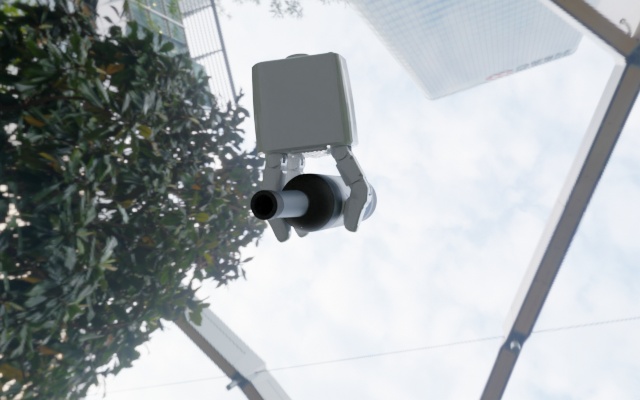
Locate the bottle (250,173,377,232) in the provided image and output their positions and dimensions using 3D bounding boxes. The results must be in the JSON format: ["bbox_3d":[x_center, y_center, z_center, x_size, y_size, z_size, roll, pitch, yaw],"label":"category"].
[{"bbox_3d":[0.000,0.002,0.565,0.069,0.069,0.296,0,1,20],"label":"bottle"}]
